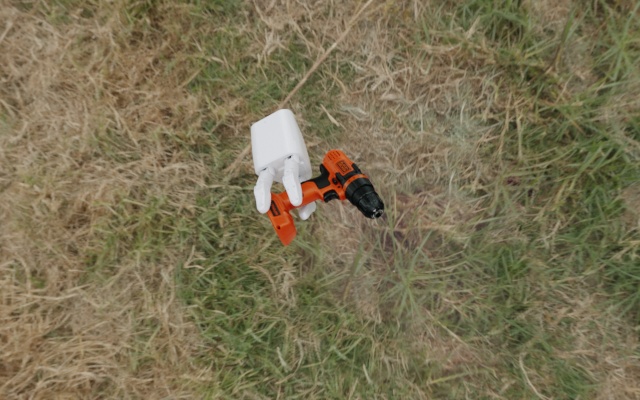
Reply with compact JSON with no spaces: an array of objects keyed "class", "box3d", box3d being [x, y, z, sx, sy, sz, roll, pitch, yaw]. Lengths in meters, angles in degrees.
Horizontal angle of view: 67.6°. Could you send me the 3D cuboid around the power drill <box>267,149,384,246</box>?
[{"class":"power drill","box3d":[0.000,0.003,0.846,0.187,0.057,0.184,-28,43,-7]}]
